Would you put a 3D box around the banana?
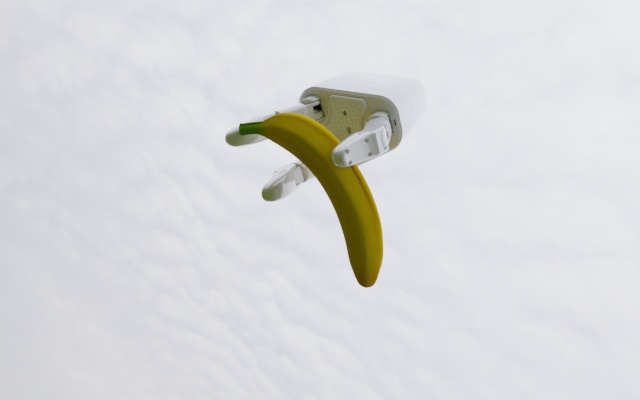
[{"bbox_3d":[0.011,-0.010,0.440,0.070,0.198,0.037,-33,6,35],"label":"banana"}]
